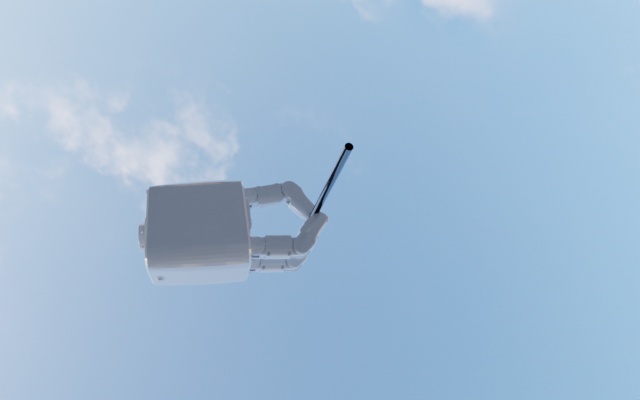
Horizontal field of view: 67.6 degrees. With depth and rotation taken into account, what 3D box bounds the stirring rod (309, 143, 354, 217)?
[{"bbox_3d":[0.000,0.002,0.517,0.011,0.011,0.240,0,-23,-13],"label":"stirring rod"}]
